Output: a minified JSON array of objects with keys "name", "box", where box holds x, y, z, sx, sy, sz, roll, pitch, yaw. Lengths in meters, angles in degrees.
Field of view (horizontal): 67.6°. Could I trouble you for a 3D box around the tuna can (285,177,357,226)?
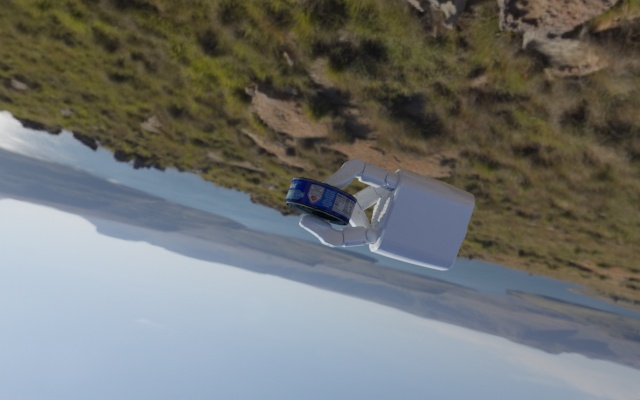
[{"name":"tuna can","box":[0.000,0.002,0.596,0.086,0.033,0.086,19,-9,3]}]
